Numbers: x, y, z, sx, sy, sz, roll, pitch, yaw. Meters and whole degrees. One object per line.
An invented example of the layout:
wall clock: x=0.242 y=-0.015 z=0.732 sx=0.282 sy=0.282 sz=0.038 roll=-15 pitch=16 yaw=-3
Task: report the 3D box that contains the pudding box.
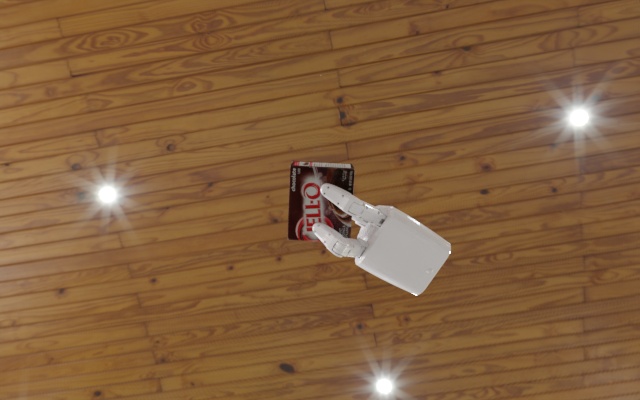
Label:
pudding box: x=0.000 y=0.002 z=0.679 sx=0.090 sy=0.113 sz=0.039 roll=3 pitch=15 yaw=-1
